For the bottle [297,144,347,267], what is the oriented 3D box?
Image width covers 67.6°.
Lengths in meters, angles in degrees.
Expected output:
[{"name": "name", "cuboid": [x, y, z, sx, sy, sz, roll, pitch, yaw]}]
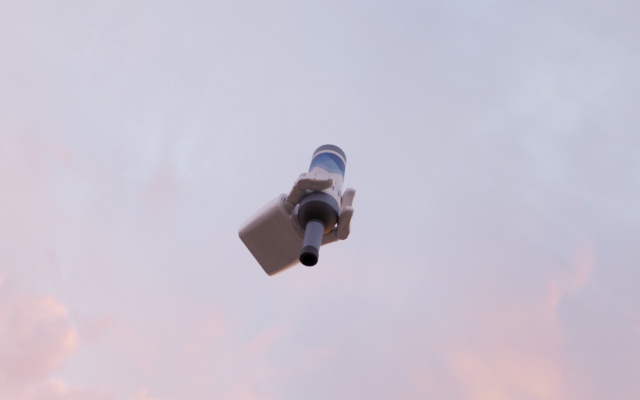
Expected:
[{"name": "bottle", "cuboid": [0.000, 0.002, 0.797, 0.069, 0.069, 0.295, 0, 34, 8]}]
